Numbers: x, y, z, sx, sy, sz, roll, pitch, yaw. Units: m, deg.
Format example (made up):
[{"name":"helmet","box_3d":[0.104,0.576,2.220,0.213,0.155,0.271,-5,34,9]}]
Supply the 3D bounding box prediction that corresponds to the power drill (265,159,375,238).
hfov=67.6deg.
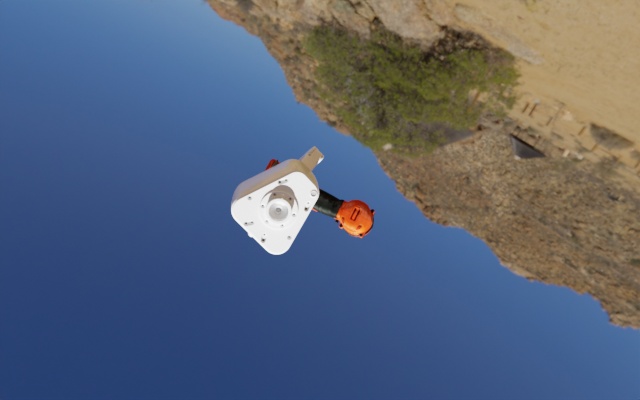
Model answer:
[{"name":"power drill","box_3d":[0.000,0.002,0.781,0.187,0.057,0.184,24,-6,8]}]
